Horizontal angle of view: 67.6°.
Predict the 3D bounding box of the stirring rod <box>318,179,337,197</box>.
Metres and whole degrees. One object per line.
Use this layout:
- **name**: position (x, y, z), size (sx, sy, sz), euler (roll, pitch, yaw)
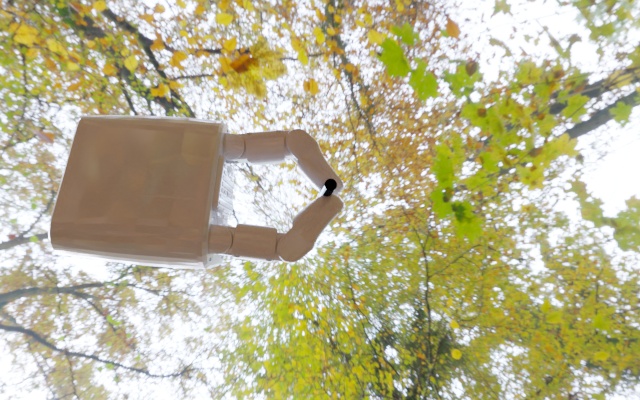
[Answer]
- **stirring rod**: position (0.000, 0.001, 0.420), size (0.011, 0.011, 0.239), euler (0, -5, -3)
